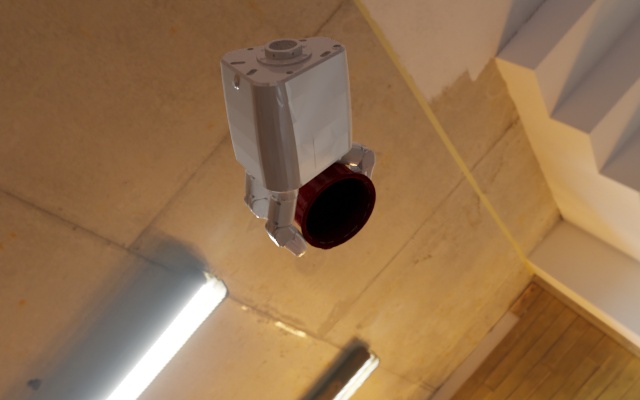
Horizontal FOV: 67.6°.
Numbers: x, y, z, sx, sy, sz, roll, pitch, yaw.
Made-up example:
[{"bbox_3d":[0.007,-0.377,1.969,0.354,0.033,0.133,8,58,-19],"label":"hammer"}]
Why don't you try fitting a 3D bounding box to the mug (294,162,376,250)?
[{"bbox_3d":[0.000,0.003,0.533,0.093,0.117,0.081,-21,42,-24],"label":"mug"}]
